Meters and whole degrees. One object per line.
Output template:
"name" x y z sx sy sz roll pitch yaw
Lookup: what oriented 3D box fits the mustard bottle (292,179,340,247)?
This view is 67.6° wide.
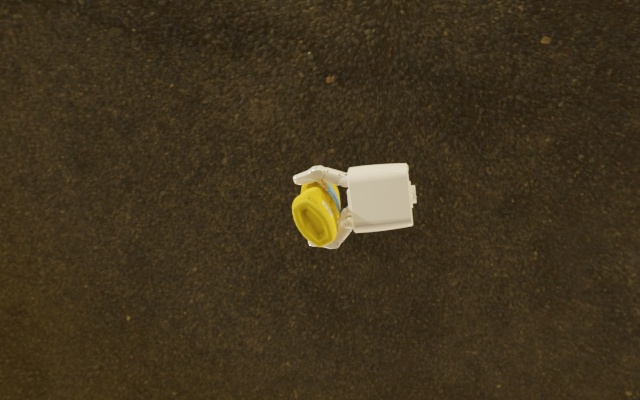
"mustard bottle" 0.000 0.003 0.898 0.058 0.096 0.191 -30 16 19
